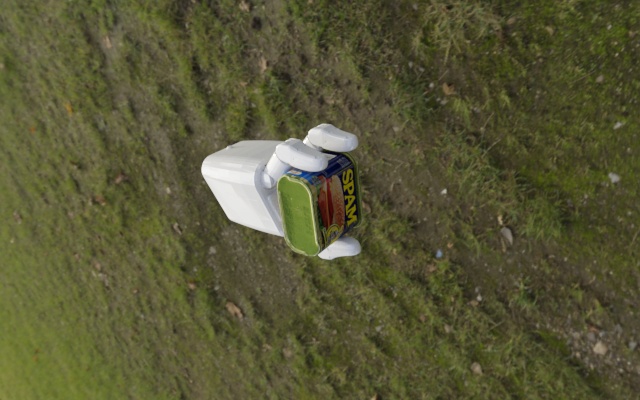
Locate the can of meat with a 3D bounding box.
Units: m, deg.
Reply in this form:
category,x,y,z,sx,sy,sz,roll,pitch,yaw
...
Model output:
category,x,y,z,sx,sy,sz,roll,pitch,yaw
can of meat,0.000,0.002,0.544,0.057,0.102,0.084,14,33,37
